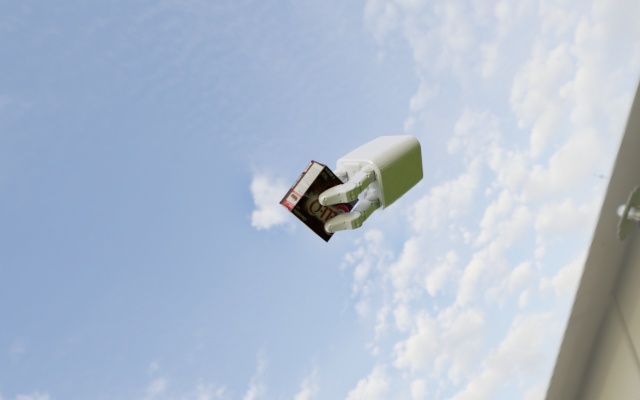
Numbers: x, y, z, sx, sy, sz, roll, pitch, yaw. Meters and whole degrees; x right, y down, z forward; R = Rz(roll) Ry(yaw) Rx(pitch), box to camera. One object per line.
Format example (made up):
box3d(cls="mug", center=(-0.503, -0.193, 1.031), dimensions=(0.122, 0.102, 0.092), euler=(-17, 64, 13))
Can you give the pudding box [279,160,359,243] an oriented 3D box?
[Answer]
box3d(cls="pudding box", center=(0.000, 0.002, 0.756), dimensions=(0.039, 0.090, 0.113), euler=(30, -9, 46))
